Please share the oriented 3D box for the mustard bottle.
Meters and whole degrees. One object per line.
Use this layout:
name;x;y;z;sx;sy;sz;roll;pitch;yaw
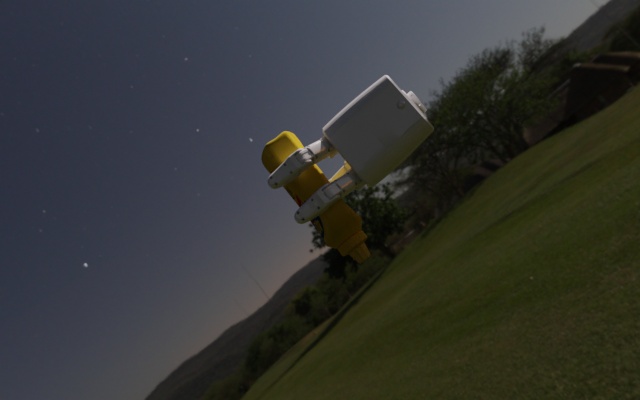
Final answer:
mustard bottle;0.000;0.002;0.631;0.058;0.191;0.096;-37;-11;-10
